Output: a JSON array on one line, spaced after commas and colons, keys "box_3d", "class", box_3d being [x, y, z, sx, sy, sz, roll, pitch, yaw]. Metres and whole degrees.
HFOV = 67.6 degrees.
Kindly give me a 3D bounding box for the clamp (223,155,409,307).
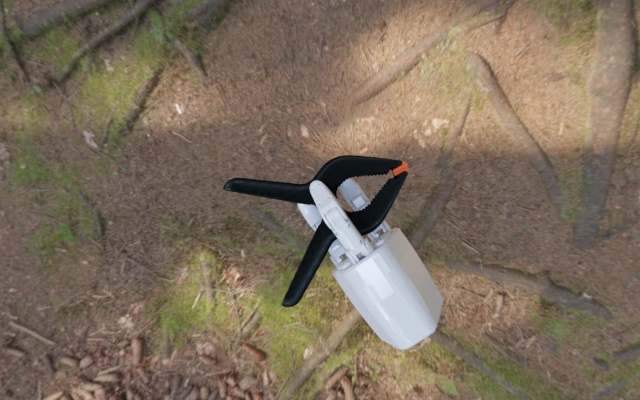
[{"box_3d": [0.001, 0.002, 0.550, 0.210, 0.164, 0.036, -35, -3, 6], "class": "clamp"}]
